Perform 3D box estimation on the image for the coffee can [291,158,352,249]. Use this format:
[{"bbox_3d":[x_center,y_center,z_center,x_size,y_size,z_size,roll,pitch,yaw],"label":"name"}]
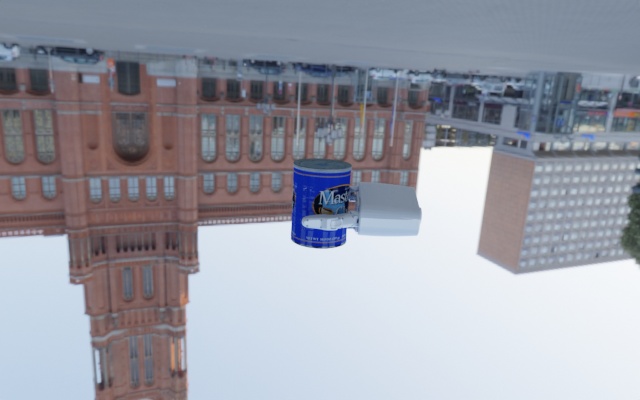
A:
[{"bbox_3d":[0.000,0.003,0.849,0.103,0.140,0.102,3,15,-1],"label":"coffee can"}]
